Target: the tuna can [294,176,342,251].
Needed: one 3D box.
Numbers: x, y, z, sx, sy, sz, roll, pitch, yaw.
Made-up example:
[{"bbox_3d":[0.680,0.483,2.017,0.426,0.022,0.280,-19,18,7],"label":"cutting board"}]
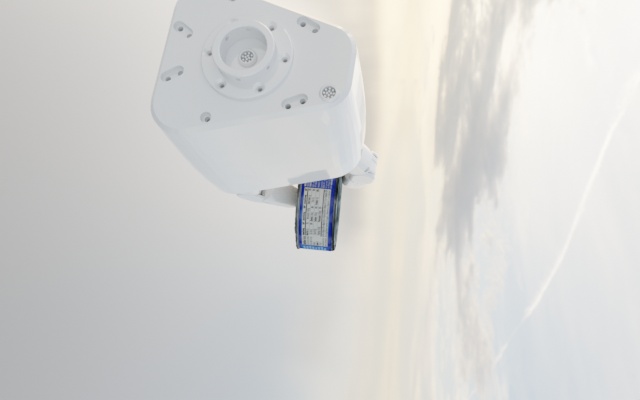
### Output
[{"bbox_3d":[0.001,0.001,0.420,0.034,0.086,0.086,5,0,4],"label":"tuna can"}]
